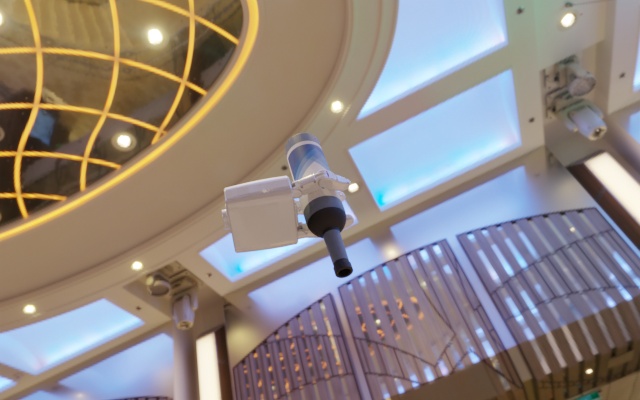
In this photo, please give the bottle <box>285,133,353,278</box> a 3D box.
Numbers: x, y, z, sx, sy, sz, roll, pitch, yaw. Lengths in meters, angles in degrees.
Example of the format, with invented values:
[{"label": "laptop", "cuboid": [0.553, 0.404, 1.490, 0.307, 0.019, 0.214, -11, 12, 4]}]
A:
[{"label": "bottle", "cuboid": [0.000, 0.002, 0.797, 0.069, 0.295, 0.069, -10, -43, -9]}]
